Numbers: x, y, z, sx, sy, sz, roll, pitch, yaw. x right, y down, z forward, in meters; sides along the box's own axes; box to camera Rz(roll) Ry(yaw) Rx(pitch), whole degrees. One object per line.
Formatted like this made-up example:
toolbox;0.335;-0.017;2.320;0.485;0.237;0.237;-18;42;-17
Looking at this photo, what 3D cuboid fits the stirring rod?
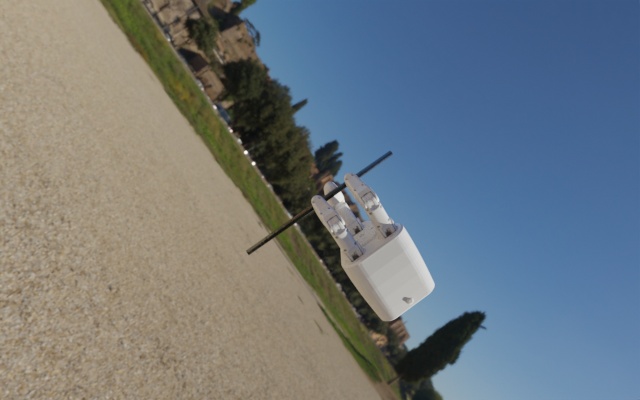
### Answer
stirring rod;0.000;0.002;0.653;0.239;0.011;0.011;-35;4;-5
